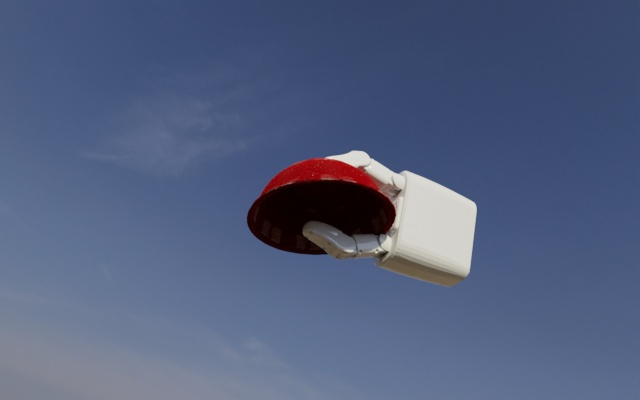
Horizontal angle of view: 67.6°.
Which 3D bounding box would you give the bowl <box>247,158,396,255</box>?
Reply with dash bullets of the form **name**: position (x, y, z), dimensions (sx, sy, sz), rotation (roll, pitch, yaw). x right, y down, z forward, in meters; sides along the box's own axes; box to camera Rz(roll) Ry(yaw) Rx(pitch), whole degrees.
- **bowl**: position (-0.001, 0.001, 0.531), dimensions (0.162, 0.055, 0.162), rotation (-2, -32, -1)
